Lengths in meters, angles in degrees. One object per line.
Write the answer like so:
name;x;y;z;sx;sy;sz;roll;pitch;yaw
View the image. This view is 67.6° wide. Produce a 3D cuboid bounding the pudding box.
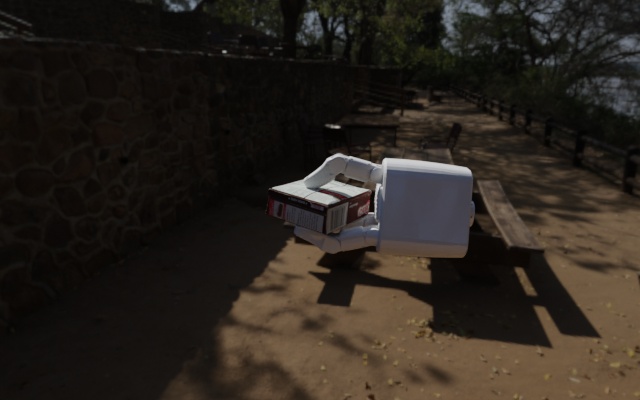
pudding box;0.000;0.002;0.607;0.090;0.039;0.113;16;18;29
